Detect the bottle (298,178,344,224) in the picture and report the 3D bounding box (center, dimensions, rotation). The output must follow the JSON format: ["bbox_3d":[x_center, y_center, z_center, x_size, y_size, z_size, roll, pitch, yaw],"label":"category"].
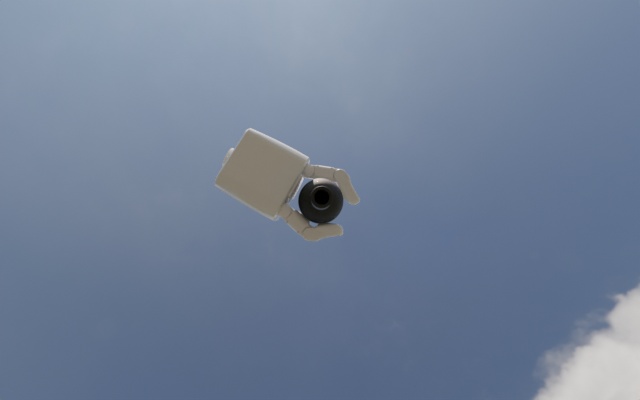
[{"bbox_3d":[0.000,0.002,0.734,0.069,0.069,0.296,0,-3,-1],"label":"bottle"}]
